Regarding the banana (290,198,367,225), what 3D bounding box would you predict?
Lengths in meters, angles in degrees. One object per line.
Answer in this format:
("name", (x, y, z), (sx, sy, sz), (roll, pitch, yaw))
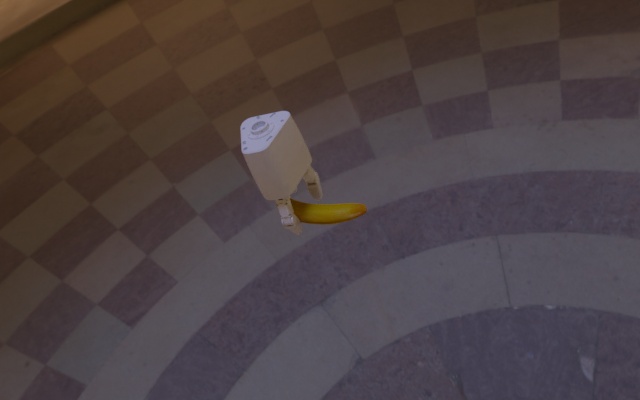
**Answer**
("banana", (-0.012, 0.015, 0.877), (0.198, 0.037, 0.069), (12, 50, 36))
